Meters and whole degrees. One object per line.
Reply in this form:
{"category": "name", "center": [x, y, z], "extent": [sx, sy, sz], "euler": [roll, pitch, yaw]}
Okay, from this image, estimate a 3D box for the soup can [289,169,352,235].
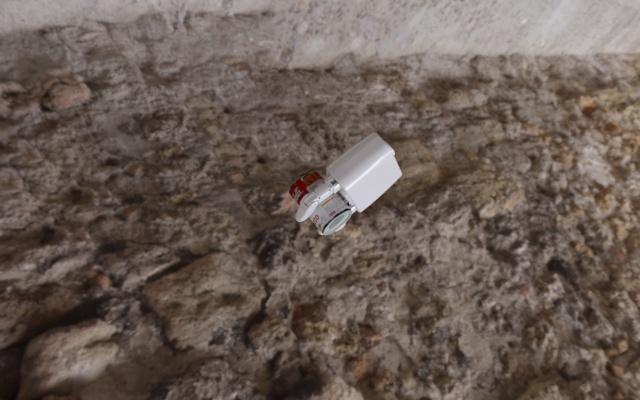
{"category": "soup can", "center": [0.000, 0.003, 0.853], "extent": [0.068, 0.102, 0.068], "euler": [-35, -20, -15]}
